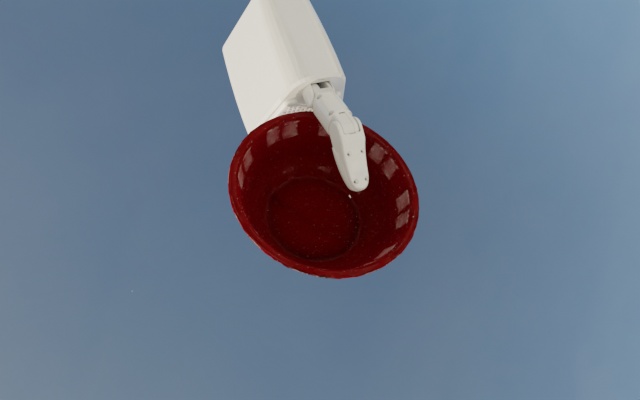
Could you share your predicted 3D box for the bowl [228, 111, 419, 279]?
[{"bbox_3d":[0.000,0.003,0.413,0.162,0.162,0.055,0,-31,-15],"label":"bowl"}]
